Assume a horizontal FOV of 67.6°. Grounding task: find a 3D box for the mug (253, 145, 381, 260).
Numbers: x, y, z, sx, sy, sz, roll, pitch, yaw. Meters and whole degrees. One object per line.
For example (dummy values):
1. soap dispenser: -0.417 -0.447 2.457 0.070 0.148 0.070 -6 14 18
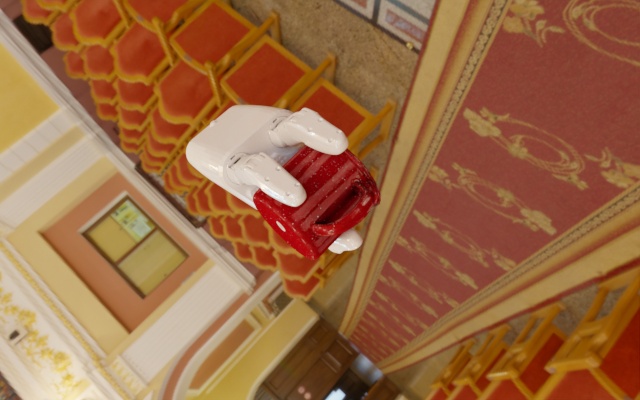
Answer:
1. mug: 0.001 0.002 0.423 0.081 0.093 0.117 -45 33 -15
